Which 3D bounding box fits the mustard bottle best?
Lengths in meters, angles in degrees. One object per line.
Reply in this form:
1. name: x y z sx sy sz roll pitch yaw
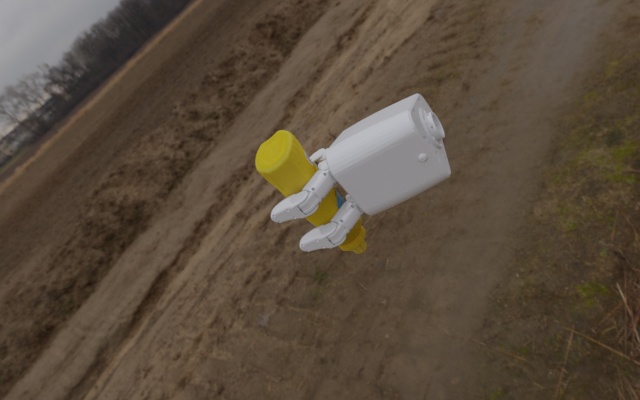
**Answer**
1. mustard bottle: 0.000 0.002 0.604 0.058 0.192 0.096 -39 28 7
